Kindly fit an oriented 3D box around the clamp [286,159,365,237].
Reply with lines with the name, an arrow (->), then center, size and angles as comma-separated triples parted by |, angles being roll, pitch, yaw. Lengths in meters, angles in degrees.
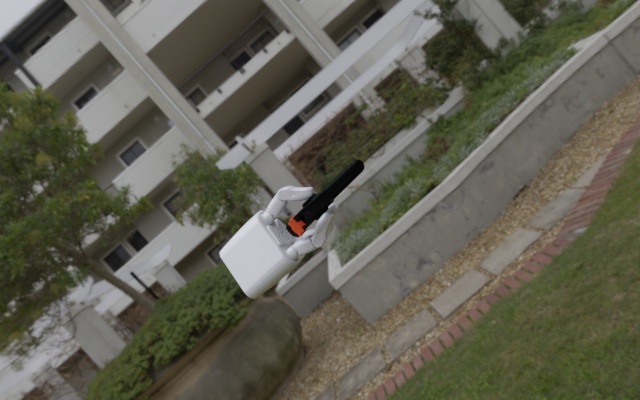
clamp -> -0.001, 0.002, 0.782 | 0.164, 0.036, 0.210 | -44, 1, 17
